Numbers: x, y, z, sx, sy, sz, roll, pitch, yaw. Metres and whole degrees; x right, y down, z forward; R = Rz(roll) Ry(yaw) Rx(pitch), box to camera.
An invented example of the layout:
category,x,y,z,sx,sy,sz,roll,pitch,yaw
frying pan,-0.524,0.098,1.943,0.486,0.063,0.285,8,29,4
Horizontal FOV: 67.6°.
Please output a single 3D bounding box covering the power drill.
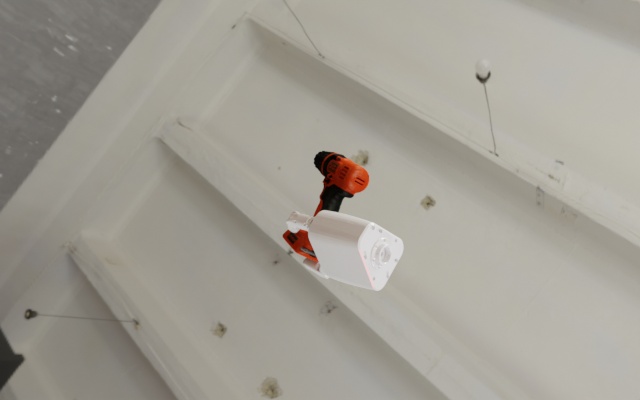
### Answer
category,x,y,z,sx,sy,sz,roll,pitch,yaw
power drill,0.000,0.003,0.862,0.057,0.187,0.184,24,6,-24
